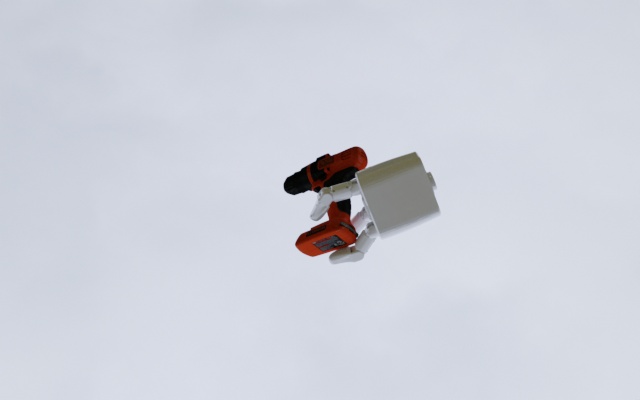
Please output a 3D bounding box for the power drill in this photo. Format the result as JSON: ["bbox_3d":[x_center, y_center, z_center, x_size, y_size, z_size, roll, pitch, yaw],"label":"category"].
[{"bbox_3d":[0.000,0.003,0.854,0.184,0.187,0.057,-22,-41,32],"label":"power drill"}]
